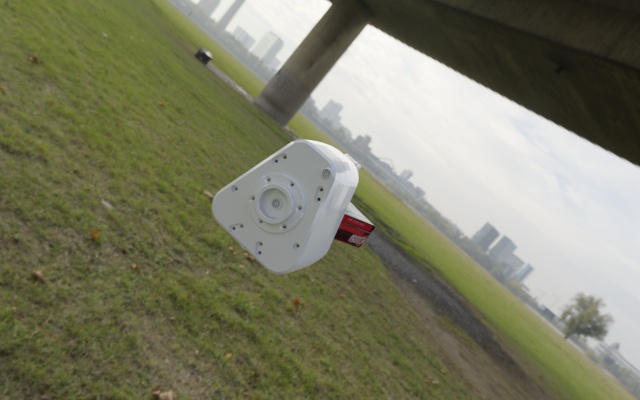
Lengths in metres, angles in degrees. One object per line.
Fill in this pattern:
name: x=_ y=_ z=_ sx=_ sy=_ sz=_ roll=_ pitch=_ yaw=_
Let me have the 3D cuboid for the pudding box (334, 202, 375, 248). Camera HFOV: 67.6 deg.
pudding box: x=0.000 y=0.002 z=0.561 sx=0.090 sy=0.039 sz=0.113 roll=25 pitch=19 yaw=-52
